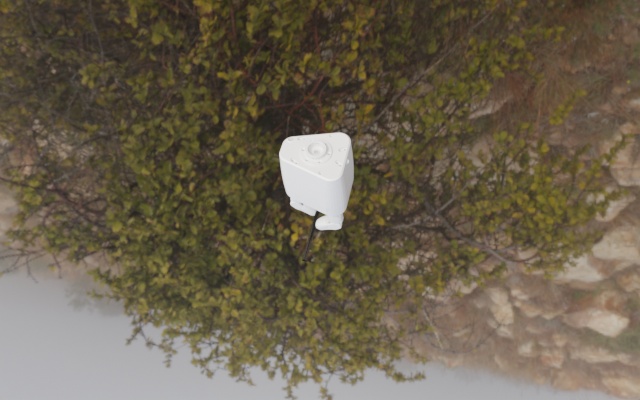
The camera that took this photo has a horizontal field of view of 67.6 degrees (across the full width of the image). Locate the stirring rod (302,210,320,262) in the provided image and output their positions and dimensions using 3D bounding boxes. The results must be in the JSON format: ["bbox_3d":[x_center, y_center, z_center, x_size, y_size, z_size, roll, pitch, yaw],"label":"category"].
[{"bbox_3d":[0.000,0.003,0.887,0.011,0.239,0.011,12,-29,7],"label":"stirring rod"}]
